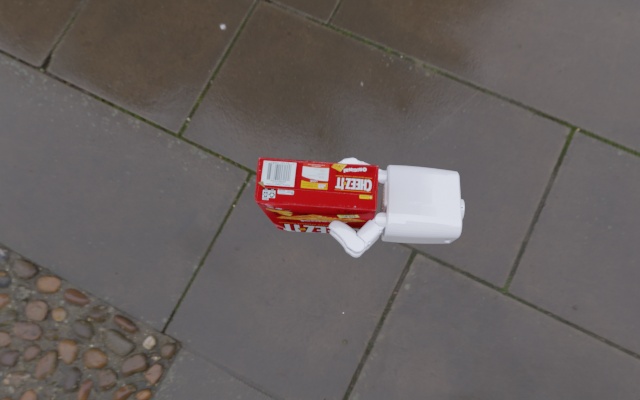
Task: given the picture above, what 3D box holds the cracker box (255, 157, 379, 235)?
[{"bbox_3d":[0.000,0.002,0.727,0.164,0.072,0.214,4,-13,4],"label":"cracker box"}]
